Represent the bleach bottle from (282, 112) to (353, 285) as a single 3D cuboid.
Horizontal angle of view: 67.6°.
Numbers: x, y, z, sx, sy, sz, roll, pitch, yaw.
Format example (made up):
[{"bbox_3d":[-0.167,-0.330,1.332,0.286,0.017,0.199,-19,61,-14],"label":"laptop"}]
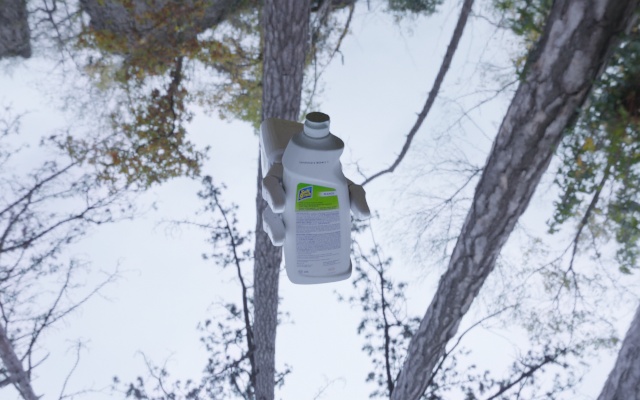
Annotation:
[{"bbox_3d":[0.000,0.002,0.631,0.102,0.251,0.068,-5,38,-11],"label":"bleach bottle"}]
